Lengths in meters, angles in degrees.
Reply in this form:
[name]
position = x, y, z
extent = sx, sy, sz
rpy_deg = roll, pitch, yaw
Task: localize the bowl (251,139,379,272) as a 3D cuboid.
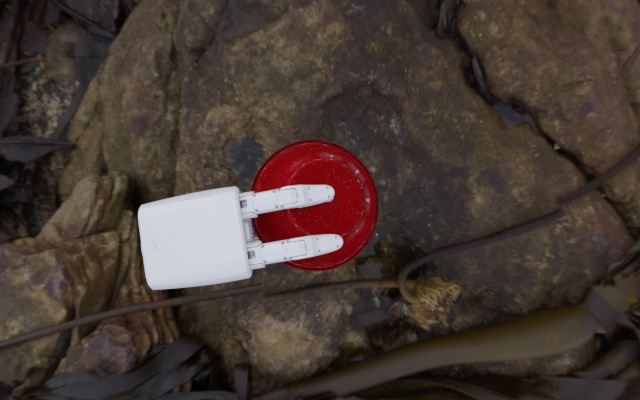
[bowl]
position = 0.001, 0.001, 0.556
extent = 0.162, 0.162, 0.055
rpy_deg = 0, -7, -13
